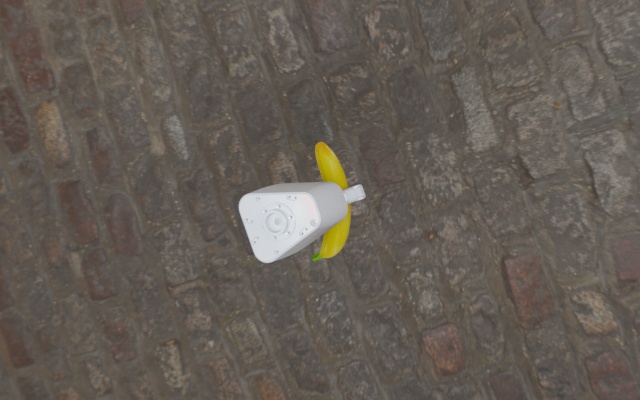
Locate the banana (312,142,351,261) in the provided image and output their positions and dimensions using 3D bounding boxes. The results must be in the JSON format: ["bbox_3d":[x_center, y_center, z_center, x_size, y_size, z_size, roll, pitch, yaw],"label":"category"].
[{"bbox_3d":[0.017,0.008,0.754,0.069,0.198,0.037,8,11,26],"label":"banana"}]
